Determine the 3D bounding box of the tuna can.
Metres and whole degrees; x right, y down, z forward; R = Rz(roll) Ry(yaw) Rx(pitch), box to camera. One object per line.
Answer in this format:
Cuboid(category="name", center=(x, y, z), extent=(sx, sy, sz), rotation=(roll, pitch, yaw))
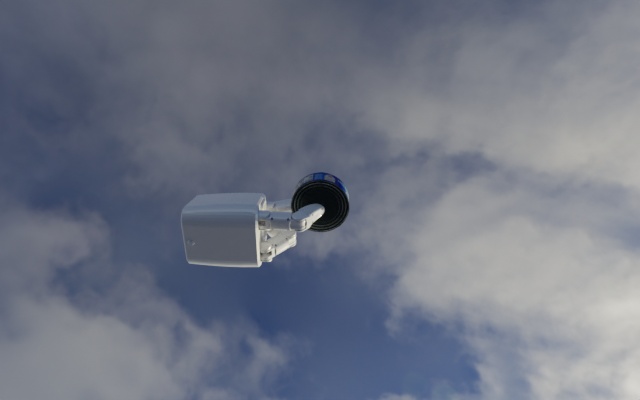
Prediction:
Cuboid(category="tuna can", center=(0.000, 0.002, 0.711), extent=(0.086, 0.086, 0.033), rotation=(0, 27, 3))
